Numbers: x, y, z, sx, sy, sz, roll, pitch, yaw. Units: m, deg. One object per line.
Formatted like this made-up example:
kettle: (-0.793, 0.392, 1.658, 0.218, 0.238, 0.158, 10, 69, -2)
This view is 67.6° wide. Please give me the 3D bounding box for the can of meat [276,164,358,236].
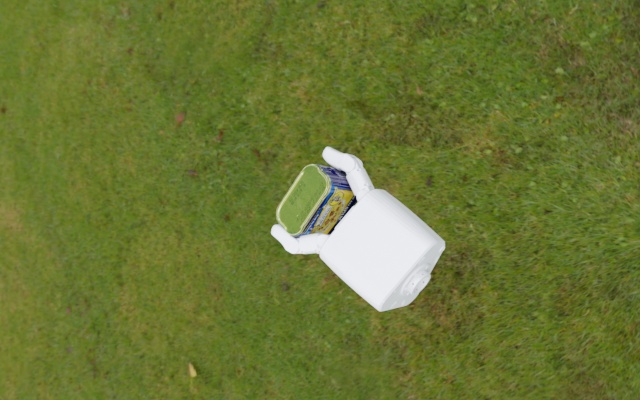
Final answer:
can of meat: (0.000, 0.002, 0.643, 0.057, 0.102, 0.084, 46, 22, 30)
